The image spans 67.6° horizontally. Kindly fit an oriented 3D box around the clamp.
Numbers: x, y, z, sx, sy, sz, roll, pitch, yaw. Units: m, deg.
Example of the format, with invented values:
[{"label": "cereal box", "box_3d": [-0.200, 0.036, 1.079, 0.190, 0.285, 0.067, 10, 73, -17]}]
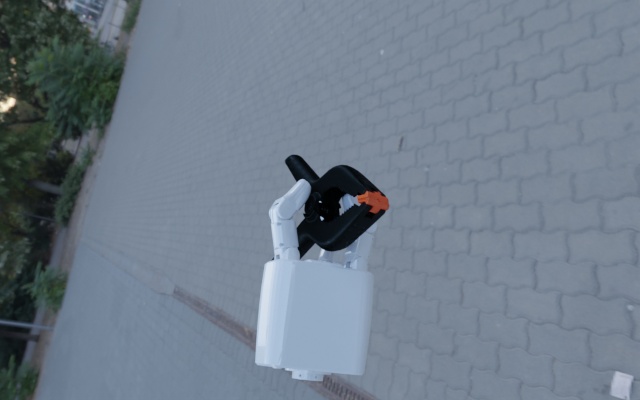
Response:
[{"label": "clamp", "box_3d": [0.000, 0.002, 0.546, 0.036, 0.164, 0.210, 16, -21, -30]}]
